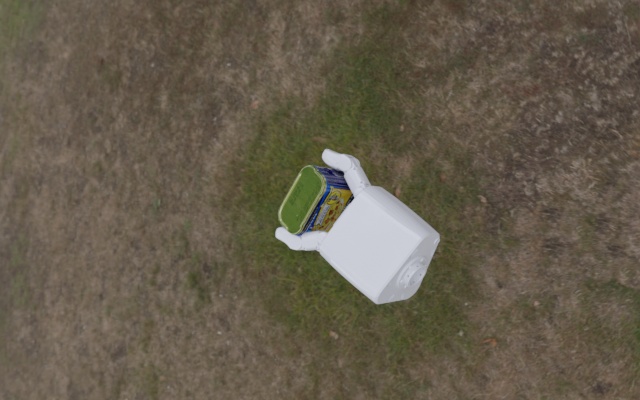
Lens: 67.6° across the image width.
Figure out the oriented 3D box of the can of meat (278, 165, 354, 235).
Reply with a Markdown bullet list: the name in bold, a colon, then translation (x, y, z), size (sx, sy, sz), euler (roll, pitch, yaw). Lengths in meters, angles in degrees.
- **can of meat**: translation (0.000, 0.002, 0.666), size (0.084, 0.102, 0.057), euler (5, 32, -48)
